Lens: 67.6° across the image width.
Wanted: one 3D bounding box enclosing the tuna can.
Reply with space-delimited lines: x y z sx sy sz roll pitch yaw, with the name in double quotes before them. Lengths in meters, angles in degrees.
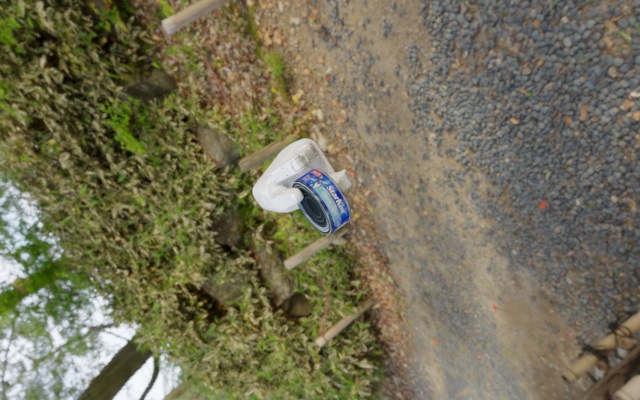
"tuna can" 0.000 0.002 0.629 0.033 0.086 0.086 -35 13 -20
